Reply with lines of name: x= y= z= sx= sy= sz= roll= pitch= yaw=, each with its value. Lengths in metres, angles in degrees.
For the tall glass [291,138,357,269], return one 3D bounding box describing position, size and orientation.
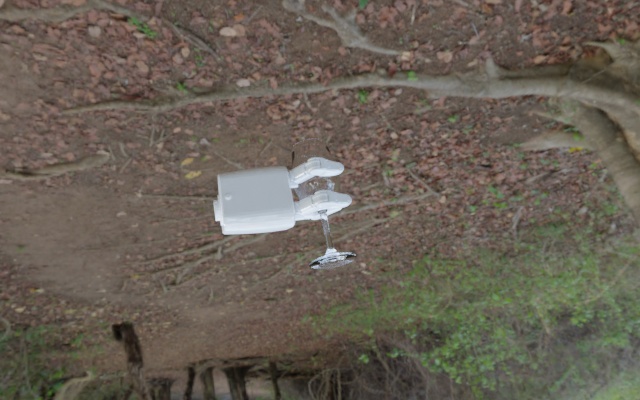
tall glass: x=0.000 y=0.003 z=0.761 sx=0.079 sy=0.201 sz=0.079 roll=-10 pitch=-22 yaw=-4
